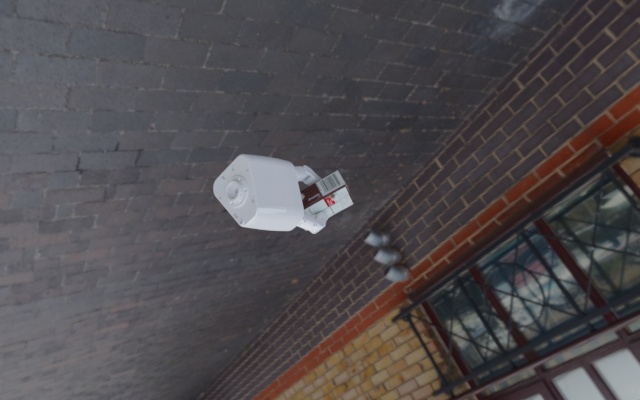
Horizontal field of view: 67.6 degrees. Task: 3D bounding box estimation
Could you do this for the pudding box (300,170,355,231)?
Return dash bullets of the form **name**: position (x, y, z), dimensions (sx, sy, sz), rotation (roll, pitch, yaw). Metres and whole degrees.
- **pudding box**: position (0.000, 0.003, 0.869), dimensions (0.113, 0.039, 0.090), rotation (-28, -25, 2)
